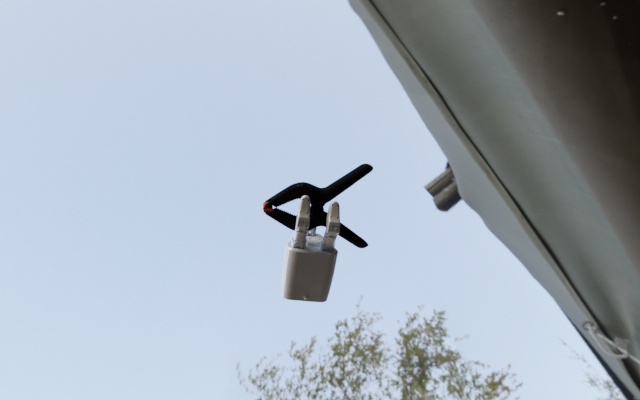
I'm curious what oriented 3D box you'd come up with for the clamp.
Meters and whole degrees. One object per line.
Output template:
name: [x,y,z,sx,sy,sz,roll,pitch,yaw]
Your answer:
clamp: [-0.001,0.003,0.888,0.210,0.164,0.036,6,14,-9]
